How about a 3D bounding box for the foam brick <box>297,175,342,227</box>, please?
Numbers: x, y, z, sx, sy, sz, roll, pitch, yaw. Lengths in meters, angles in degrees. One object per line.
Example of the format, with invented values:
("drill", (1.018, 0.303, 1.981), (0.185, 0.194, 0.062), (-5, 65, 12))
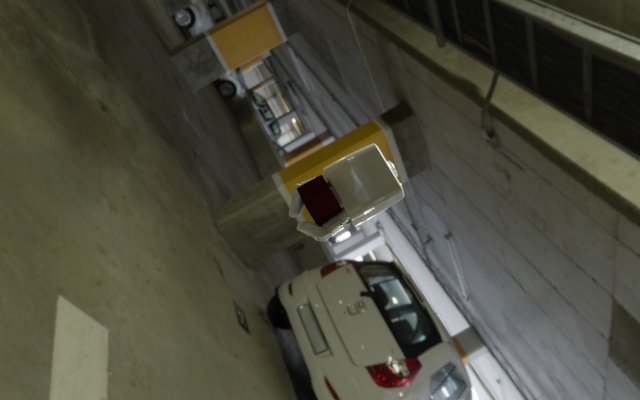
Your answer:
("foam brick", (0.000, 0.003, 0.831), (0.051, 0.053, 0.078), (-29, -30, 0))
